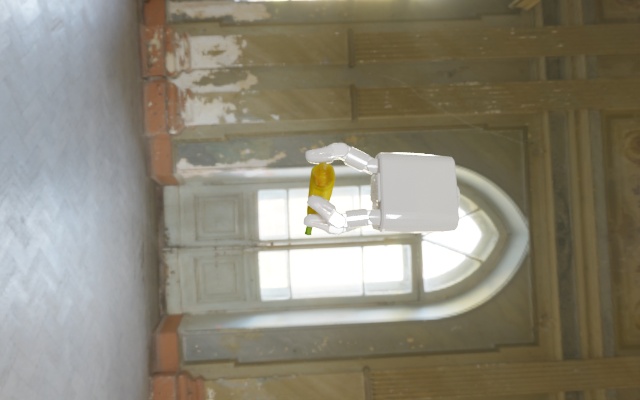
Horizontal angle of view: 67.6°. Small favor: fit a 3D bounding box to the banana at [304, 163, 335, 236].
[{"bbox_3d":[0.001,-0.013,0.704,0.037,0.069,0.198,5,-26,-3],"label":"banana"}]
